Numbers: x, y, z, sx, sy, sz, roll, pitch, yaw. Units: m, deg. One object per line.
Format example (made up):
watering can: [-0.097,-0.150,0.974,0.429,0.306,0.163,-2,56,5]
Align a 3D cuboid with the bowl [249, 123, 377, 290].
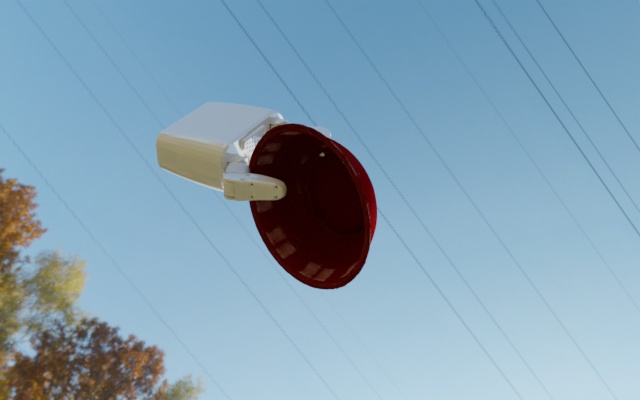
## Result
bowl: [0.001,0.002,0.464,0.162,0.162,0.055,0,16,46]
